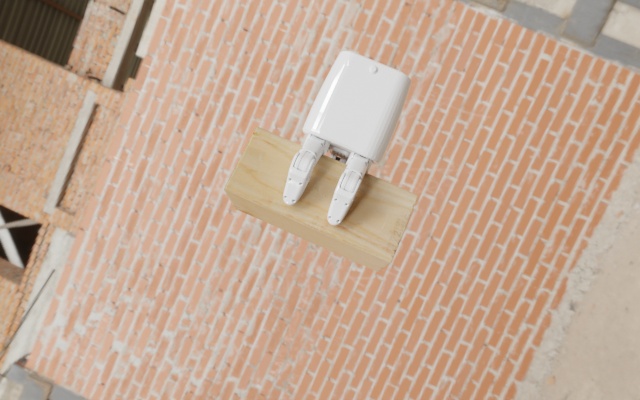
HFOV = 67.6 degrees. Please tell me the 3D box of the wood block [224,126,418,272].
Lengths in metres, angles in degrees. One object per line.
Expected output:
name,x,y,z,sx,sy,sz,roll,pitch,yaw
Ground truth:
wood block,0.000,0.002,0.588,0.206,0.090,0.091,24,-14,4
